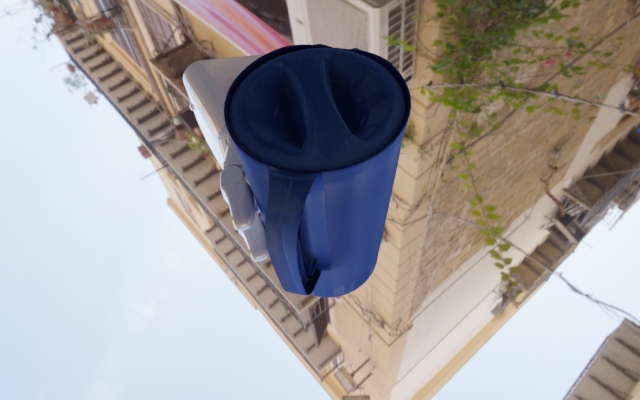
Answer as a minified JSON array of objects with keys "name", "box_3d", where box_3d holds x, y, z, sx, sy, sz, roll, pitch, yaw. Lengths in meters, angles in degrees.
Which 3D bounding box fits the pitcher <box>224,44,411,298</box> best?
[{"name":"pitcher","box_3d":[0.000,0.001,0.428,0.149,0.145,0.243,-29,-32,-16]}]
